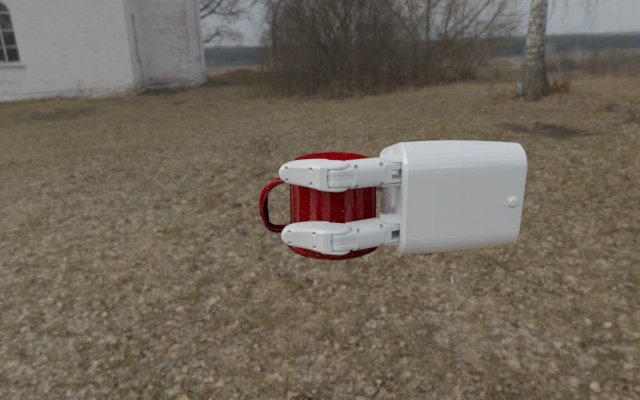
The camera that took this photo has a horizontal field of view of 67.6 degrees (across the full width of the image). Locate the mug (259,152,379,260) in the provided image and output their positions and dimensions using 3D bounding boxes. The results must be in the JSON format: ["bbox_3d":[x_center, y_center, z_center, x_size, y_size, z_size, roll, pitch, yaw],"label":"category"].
[{"bbox_3d":[-0.001,0.001,0.454,0.117,0.081,0.093,-3,18,-5],"label":"mug"}]
